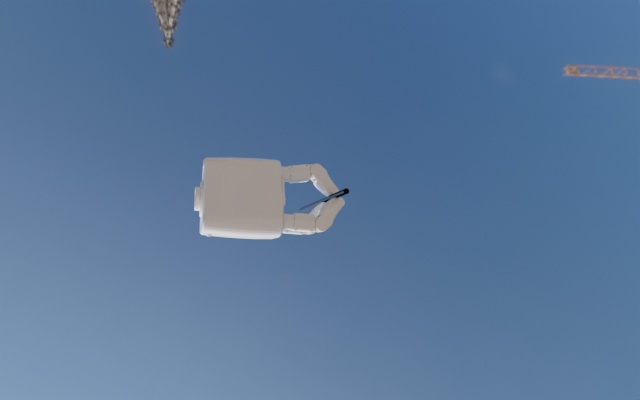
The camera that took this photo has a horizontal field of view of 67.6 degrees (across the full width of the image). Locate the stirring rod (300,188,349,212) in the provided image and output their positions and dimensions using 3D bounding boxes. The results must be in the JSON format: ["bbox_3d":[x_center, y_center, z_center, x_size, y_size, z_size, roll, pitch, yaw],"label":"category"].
[{"bbox_3d":[0.000,0.002,0.747,0.011,0.011,0.239,0,-7,-17],"label":"stirring rod"}]
